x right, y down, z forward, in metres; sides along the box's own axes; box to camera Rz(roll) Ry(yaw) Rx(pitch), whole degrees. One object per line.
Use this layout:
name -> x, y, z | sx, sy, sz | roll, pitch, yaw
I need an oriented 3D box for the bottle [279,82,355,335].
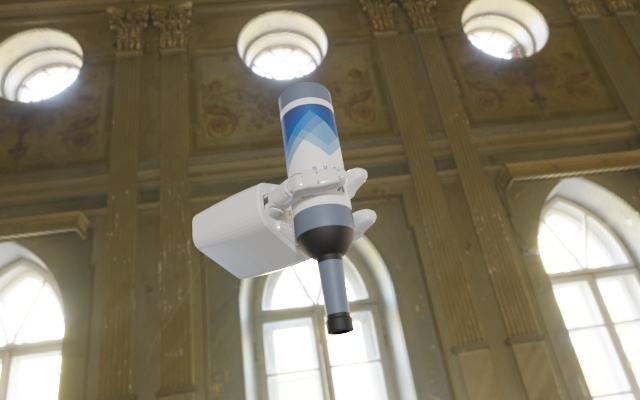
bottle -> 0.000, 0.002, 0.543 | 0.069, 0.295, 0.069 | -7, -26, -3
